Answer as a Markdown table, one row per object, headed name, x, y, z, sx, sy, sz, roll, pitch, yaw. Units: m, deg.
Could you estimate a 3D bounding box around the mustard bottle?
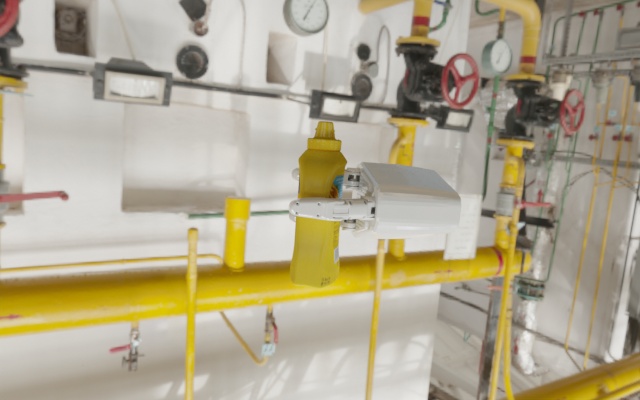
| name | x | y | z | sx | sy | sz | roll | pitch | yaw |
| --- | --- | --- | --- | --- | --- | --- | --- | --- | --- |
| mustard bottle | 0.000 | 0.002 | 0.574 | 0.058 | 0.191 | 0.096 | 6 | 8 | 12 |
